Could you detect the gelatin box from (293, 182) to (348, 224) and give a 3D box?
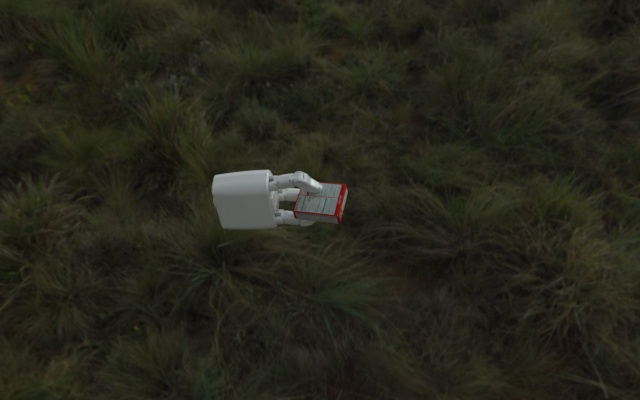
[{"bbox_3d":[0.000,0.003,0.891,0.089,0.073,0.030,5,-35,16],"label":"gelatin box"}]
